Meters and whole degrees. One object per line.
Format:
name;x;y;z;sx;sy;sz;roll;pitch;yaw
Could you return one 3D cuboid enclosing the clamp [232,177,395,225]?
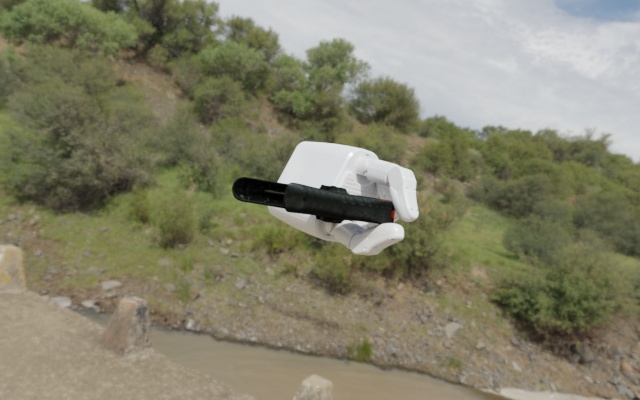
clamp;0.000;0.001;0.477;0.171;0.039;0.120;13;4;-42
